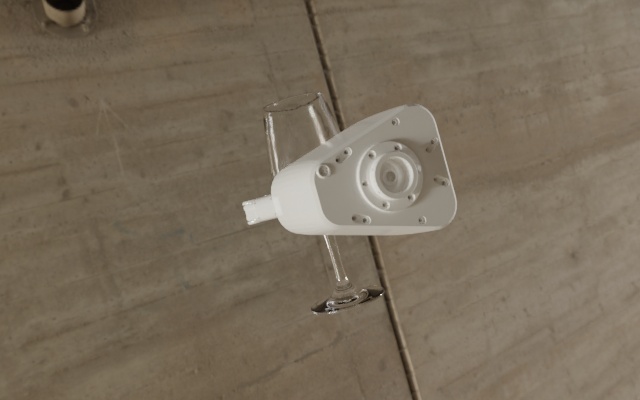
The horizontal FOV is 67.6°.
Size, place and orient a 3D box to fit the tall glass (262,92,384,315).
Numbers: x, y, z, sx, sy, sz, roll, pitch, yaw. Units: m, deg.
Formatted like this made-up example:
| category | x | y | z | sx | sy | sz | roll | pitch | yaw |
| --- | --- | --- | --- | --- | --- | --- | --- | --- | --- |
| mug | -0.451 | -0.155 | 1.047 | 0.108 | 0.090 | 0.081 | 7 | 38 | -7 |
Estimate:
| category | x | y | z | sx | sy | sz | roll | pitch | yaw |
| --- | --- | --- | --- | --- | --- | --- | --- | --- | --- |
| tall glass | 0.000 | 0.002 | 0.462 | 0.079 | 0.201 | 0.079 | -16 | 2 | 1 |
